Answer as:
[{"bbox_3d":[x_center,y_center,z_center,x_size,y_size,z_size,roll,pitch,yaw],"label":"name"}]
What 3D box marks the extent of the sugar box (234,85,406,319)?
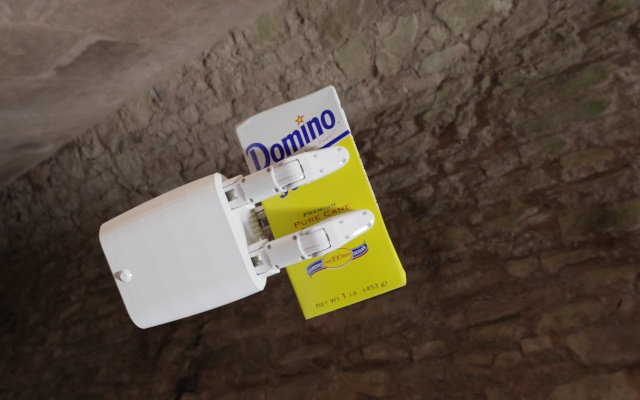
[{"bbox_3d":[0.000,0.002,0.411,0.093,0.176,0.048,-21,2,7],"label":"sugar box"}]
